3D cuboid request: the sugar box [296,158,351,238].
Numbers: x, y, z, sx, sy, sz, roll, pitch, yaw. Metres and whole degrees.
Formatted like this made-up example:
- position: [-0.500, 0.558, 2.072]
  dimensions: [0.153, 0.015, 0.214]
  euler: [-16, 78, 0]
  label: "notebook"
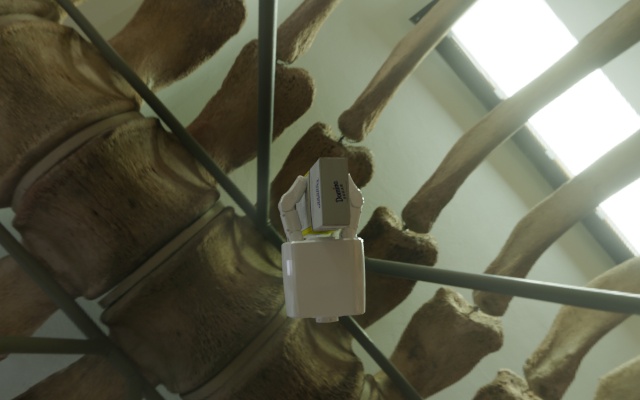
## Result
- position: [0.001, 0.002, 0.705]
  dimensions: [0.048, 0.093, 0.176]
  euler: [0, -9, -16]
  label: "sugar box"
